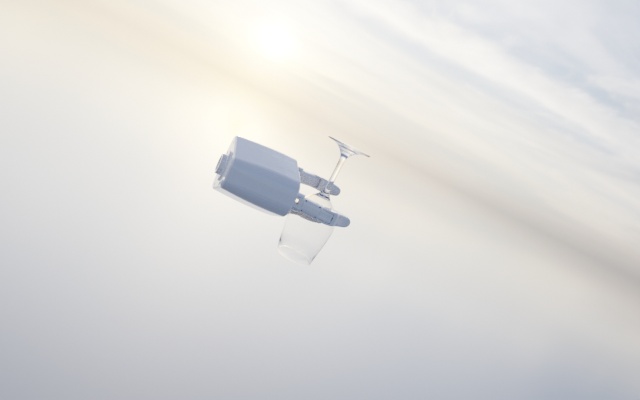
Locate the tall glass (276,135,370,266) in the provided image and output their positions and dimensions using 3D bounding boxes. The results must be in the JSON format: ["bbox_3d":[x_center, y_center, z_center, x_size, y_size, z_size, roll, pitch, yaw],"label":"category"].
[{"bbox_3d":[0.001,0.002,0.758,0.079,0.201,0.079,26,9,-4],"label":"tall glass"}]
